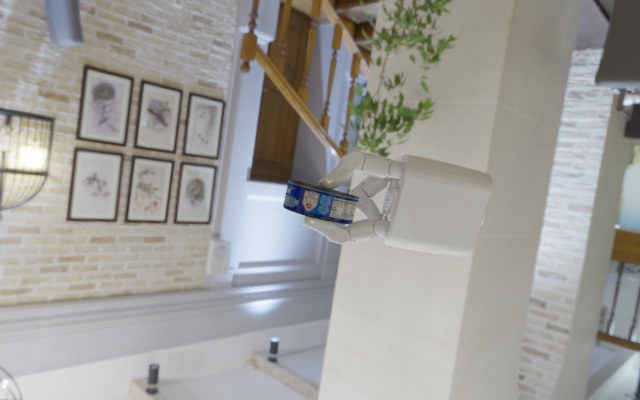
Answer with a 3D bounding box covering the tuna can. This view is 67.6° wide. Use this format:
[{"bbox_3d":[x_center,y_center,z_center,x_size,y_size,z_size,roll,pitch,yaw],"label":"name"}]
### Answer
[{"bbox_3d":[0.000,0.002,0.558,0.086,0.034,0.086,14,3,-1],"label":"tuna can"}]
